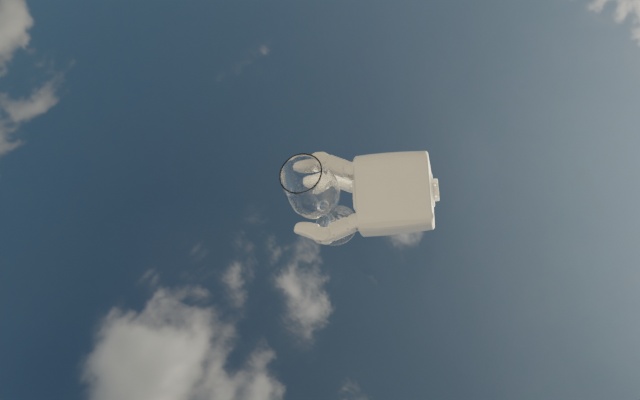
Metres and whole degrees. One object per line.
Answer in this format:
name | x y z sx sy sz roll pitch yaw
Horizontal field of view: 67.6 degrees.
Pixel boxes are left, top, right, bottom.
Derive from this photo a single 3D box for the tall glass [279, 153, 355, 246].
tall glass | 0.000 0.003 0.732 0.079 0.079 0.201 0 -23 18
